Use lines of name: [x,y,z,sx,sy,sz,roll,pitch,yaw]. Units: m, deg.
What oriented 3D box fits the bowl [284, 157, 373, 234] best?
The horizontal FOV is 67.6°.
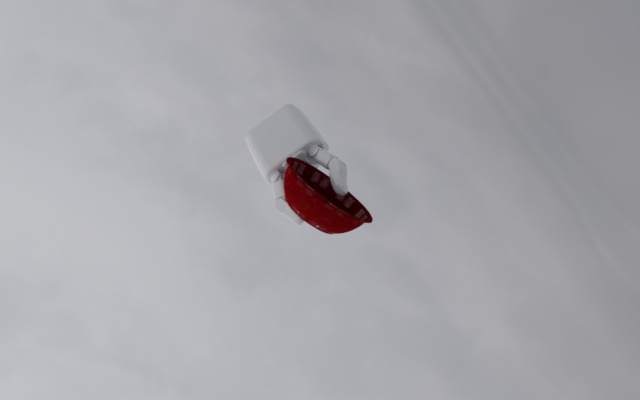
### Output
bowl: [0.000,0.003,0.730,0.162,0.055,0.162,34,12,-9]
